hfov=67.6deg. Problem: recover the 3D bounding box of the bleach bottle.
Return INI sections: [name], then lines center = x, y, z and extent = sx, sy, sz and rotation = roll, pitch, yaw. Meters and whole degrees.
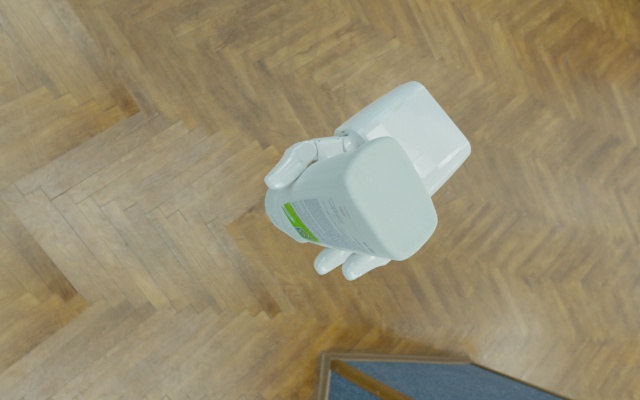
[bleach bottle]
center = 0.000, 0.002, 0.488
extent = 0.068, 0.102, 0.251
rotation = -40, 18, -24
